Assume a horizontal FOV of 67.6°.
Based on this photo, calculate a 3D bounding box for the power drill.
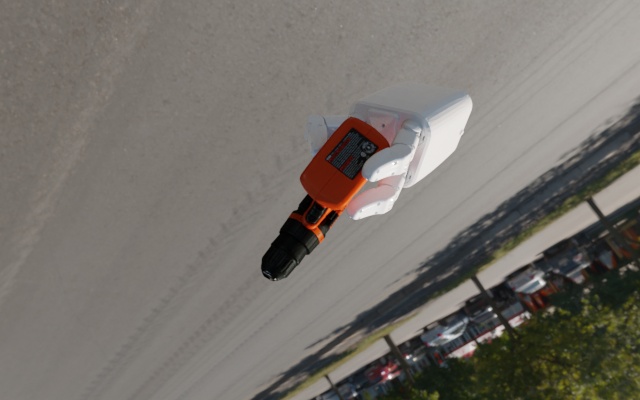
[{"bbox_3d":[0.000,0.001,0.548,0.057,0.184,0.188,36,-23,2],"label":"power drill"}]
